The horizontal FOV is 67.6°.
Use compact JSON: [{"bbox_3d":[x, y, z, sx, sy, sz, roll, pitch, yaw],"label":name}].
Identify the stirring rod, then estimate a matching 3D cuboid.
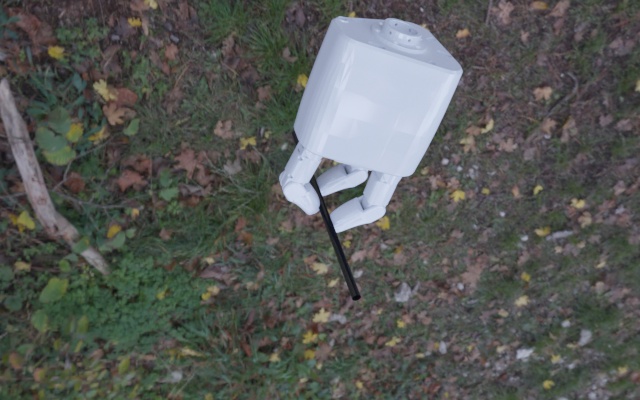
[{"bbox_3d":[0.000,0.002,0.494,0.011,0.011,0.239,0,43,-21],"label":"stirring rod"}]
